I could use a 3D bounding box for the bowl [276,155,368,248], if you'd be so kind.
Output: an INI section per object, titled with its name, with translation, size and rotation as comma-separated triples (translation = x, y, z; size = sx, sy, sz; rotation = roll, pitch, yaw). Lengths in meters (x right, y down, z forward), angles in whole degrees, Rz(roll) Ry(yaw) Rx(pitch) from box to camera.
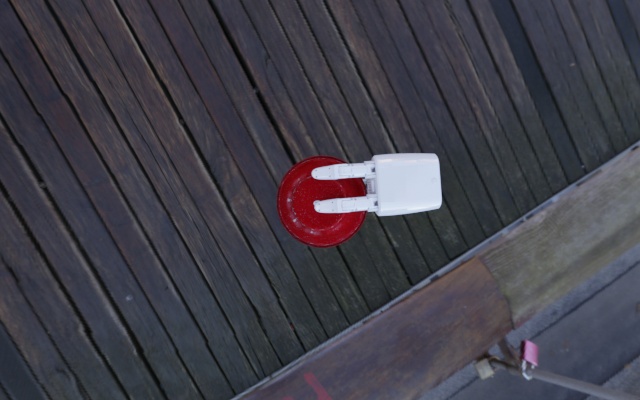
[bowl]
translation = -0.001, 0.003, 0.808
size = 0.162, 0.162, 0.055
rotation = 0, 1, 6
